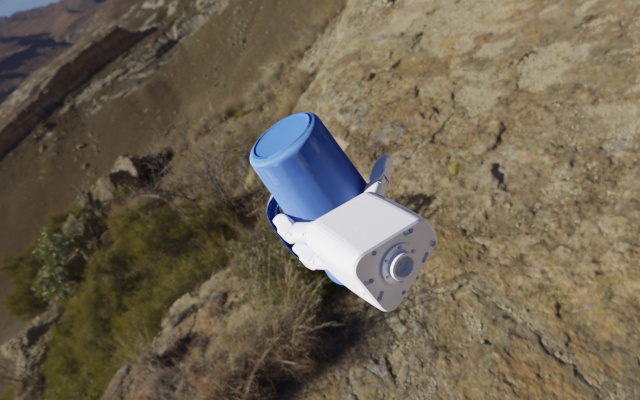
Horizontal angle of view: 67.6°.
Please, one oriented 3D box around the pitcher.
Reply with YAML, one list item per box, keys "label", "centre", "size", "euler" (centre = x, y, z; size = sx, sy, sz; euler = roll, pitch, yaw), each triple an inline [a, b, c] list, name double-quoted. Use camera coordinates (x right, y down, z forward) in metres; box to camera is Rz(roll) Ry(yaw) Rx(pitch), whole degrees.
- label: "pitcher"
  centre: [0.000, 0.002, 0.682]
  size: [0.149, 0.243, 0.145]
  euler: [-42, 32, -9]
